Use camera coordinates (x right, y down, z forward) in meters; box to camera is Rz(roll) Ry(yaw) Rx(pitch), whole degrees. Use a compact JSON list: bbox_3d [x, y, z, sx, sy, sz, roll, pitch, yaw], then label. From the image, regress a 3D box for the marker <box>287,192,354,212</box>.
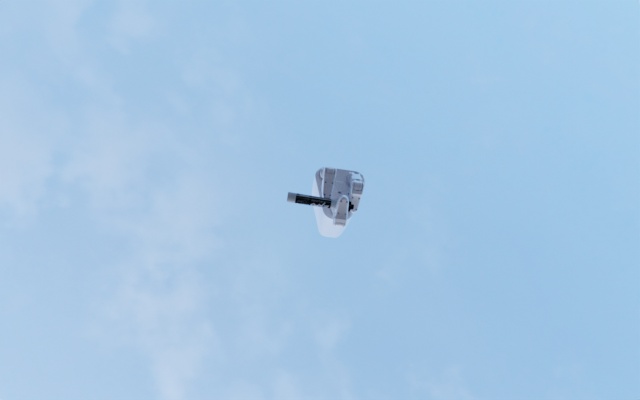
[{"bbox_3d":[0.000,0.003,0.858,0.121,0.020,0.020,9,-1,-4],"label":"marker"}]
